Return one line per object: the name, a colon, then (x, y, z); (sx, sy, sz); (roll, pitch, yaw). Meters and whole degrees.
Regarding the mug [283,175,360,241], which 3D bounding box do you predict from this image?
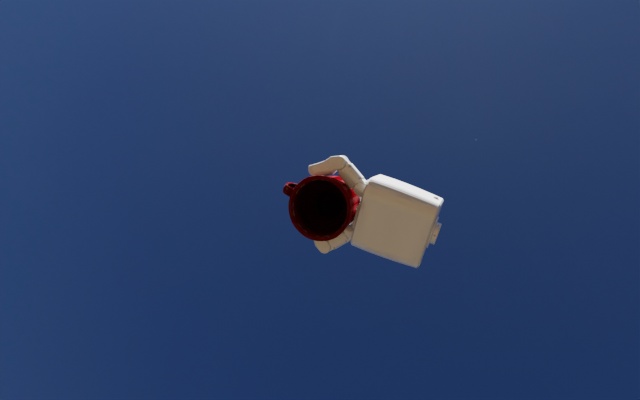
mug: (-0.001, 0.002, 0.704); (0.117, 0.093, 0.081); (22, 13, 15)
